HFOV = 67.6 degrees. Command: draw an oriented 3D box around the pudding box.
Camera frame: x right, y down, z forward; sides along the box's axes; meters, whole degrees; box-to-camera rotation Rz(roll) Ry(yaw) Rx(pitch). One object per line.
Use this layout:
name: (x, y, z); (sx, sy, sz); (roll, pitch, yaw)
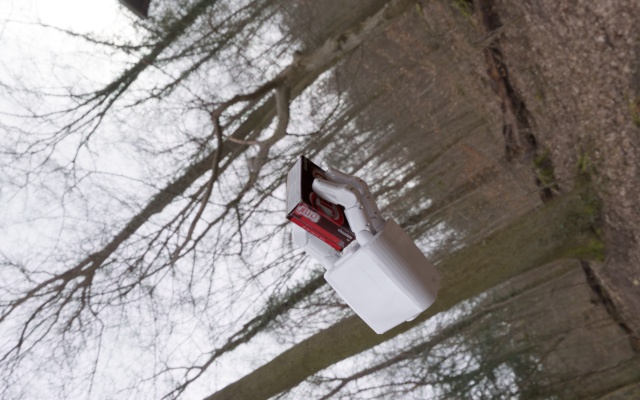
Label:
pudding box: (0.000, 0.002, 0.615); (0.090, 0.039, 0.113); (35, 24, -23)
